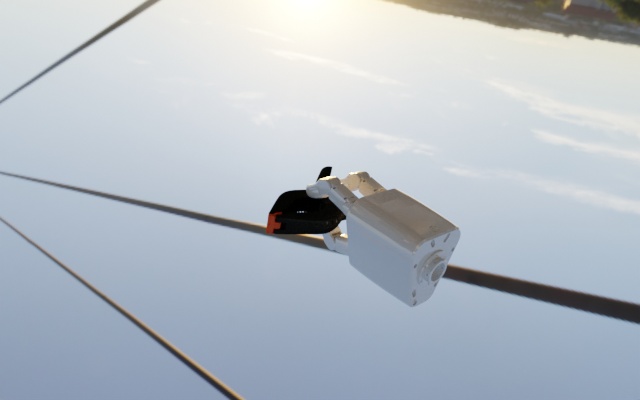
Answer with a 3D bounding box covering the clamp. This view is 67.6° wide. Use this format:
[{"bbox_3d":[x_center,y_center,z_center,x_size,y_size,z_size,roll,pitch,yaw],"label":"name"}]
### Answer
[{"bbox_3d":[0.000,0.003,0.681,0.210,0.036,0.164,-13,35,-39],"label":"clamp"}]
